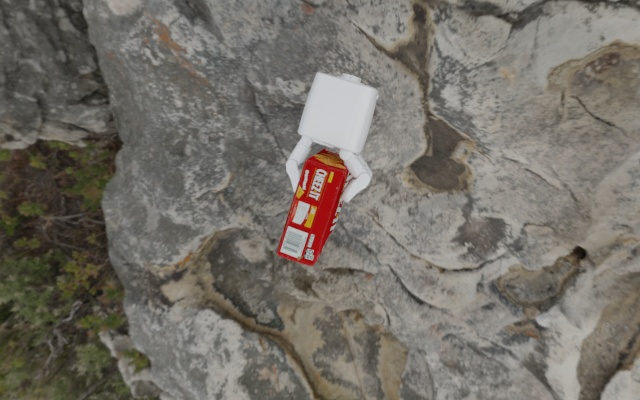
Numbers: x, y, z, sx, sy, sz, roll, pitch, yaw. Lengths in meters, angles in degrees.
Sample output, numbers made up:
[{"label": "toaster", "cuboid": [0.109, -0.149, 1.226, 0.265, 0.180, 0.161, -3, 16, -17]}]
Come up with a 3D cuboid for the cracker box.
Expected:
[{"label": "cracker box", "cuboid": [0.000, 0.003, 0.834, 0.072, 0.164, 0.213, 19, 13, 5]}]
